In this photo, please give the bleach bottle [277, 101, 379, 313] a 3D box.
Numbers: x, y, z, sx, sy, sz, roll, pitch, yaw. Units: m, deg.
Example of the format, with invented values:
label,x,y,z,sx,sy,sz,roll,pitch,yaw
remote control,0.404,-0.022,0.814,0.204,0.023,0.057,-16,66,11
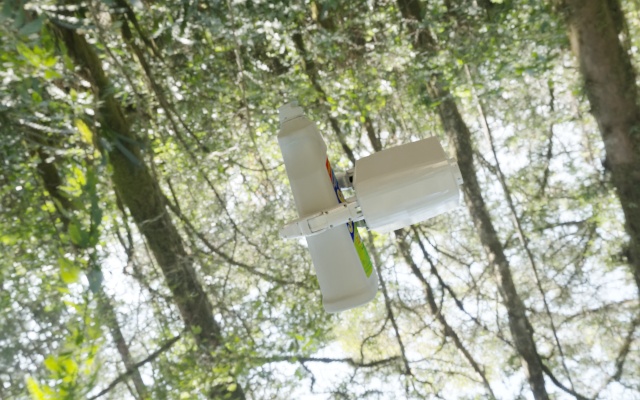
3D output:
label,x,y,z,sx,sy,sz,roll,pitch,yaw
bleach bottle,0.000,0.002,0.587,0.068,0.251,0.102,-19,6,13
